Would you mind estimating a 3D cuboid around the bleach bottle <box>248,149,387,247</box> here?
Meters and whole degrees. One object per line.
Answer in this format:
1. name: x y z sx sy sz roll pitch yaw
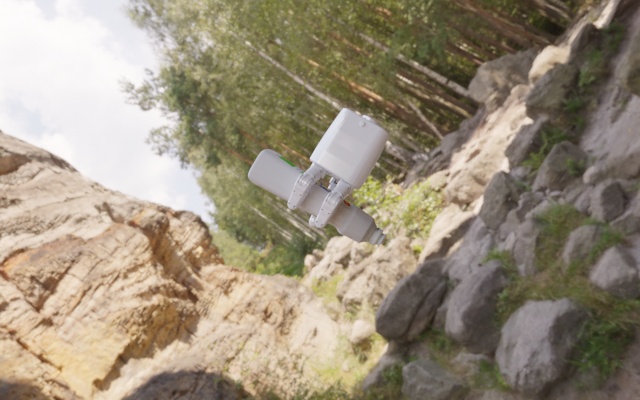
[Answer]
1. bleach bottle: 0.000 0.003 0.826 0.251 0.068 0.102 32 3 10
